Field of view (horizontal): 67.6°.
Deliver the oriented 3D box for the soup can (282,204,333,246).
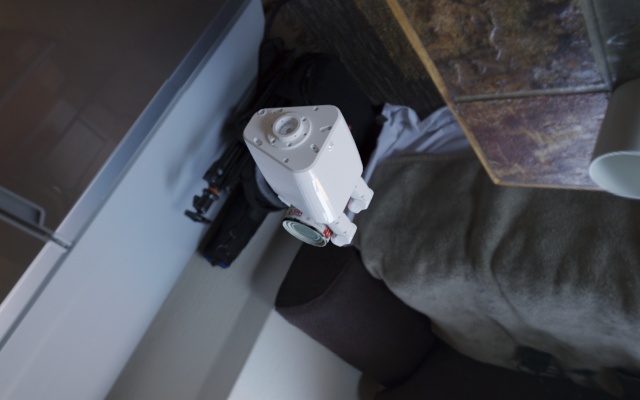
[{"bbox_3d":[0.000,0.003,0.648,0.068,0.102,0.068,23,-22,10],"label":"soup can"}]
